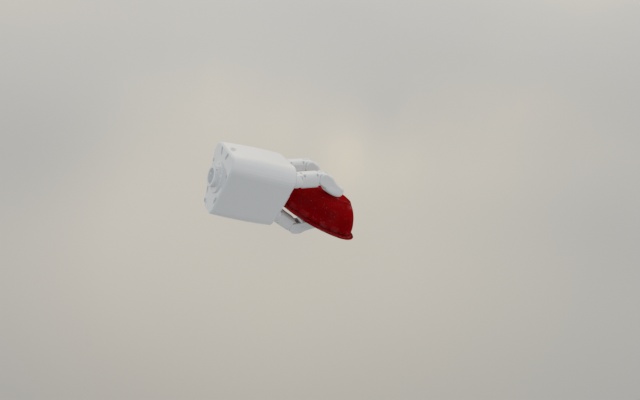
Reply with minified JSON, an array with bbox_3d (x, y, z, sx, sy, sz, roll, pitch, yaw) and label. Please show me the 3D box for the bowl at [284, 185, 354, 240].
[{"bbox_3d":[0.001,0.003,0.832,0.162,0.055,0.162,30,9,-6],"label":"bowl"}]
